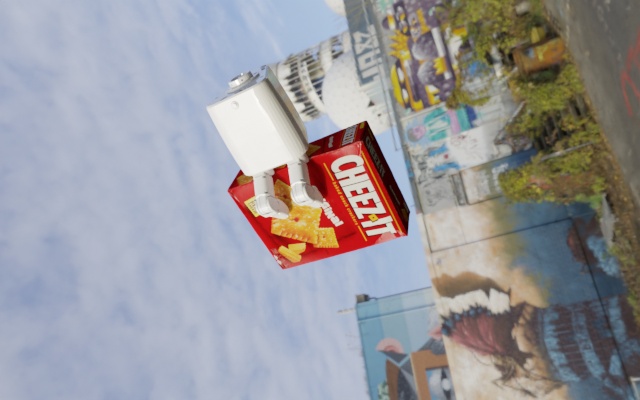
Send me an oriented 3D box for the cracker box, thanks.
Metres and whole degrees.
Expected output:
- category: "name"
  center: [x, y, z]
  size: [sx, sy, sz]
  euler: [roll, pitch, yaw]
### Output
- category: "cracker box"
  center: [0.000, 0.002, 0.693]
  size: [0.214, 0.164, 0.072]
  euler: [-18, 29, 23]
